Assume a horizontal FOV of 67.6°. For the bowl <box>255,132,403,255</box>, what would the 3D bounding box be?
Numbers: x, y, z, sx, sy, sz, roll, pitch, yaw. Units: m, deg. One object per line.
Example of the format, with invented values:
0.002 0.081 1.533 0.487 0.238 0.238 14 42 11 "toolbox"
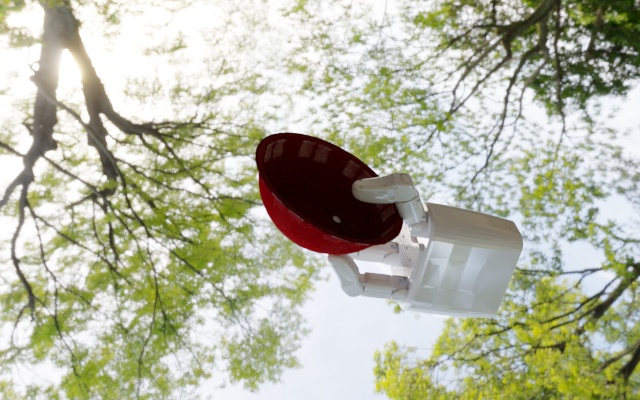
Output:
-0.001 0.001 0.478 0.162 0.055 0.162 23 33 -16 "bowl"
